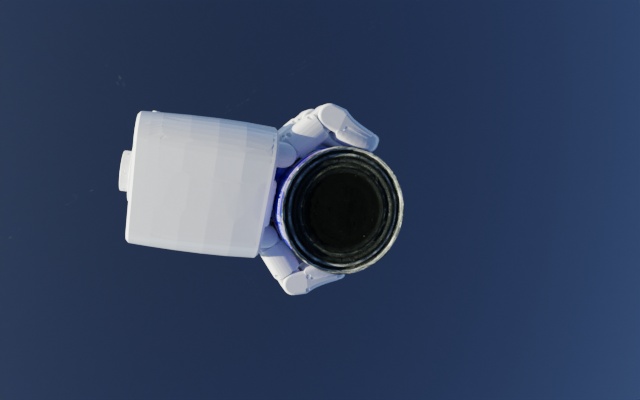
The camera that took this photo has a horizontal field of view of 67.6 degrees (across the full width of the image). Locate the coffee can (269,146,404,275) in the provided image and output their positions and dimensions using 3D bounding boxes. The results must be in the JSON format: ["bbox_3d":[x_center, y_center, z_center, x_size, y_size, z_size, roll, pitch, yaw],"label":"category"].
[{"bbox_3d":[0.000,0.002,0.442,0.103,0.103,0.140,0,6,-16],"label":"coffee can"}]
